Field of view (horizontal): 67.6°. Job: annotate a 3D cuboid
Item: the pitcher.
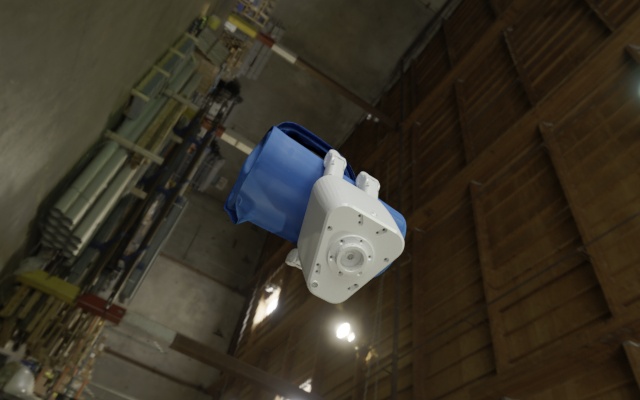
[{"bbox_3d":[0.000,0.002,0.683,0.243,0.149,0.145,30,9,-14],"label":"pitcher"}]
